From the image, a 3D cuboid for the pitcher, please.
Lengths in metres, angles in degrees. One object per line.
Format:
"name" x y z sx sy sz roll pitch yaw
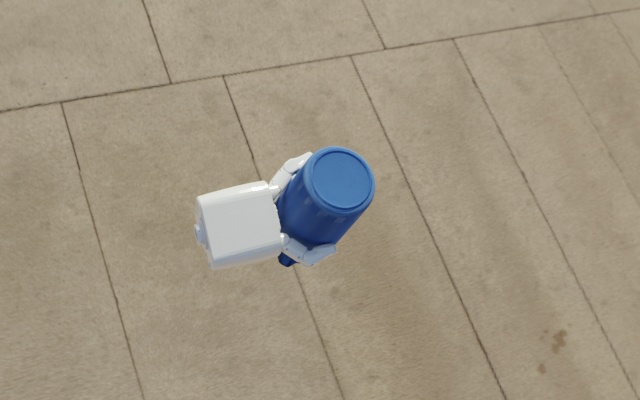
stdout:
"pitcher" 0.000 0.003 0.770 0.145 0.149 0.243 -12 -16 -21
